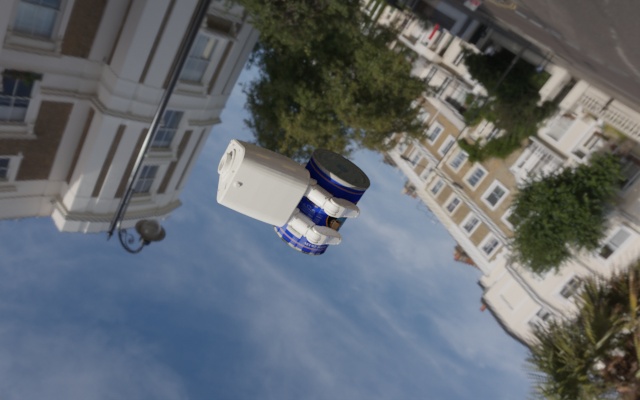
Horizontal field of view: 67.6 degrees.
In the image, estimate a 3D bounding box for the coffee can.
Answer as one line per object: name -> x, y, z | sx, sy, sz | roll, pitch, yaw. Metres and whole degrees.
coffee can -> 0.000, 0.002, 0.767 | 0.103, 0.140, 0.102 | 27, 24, -13
